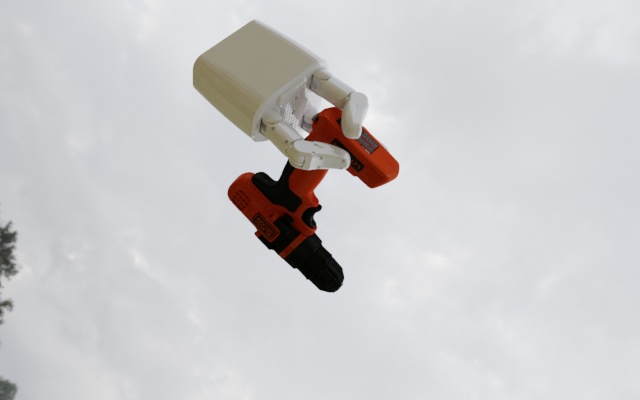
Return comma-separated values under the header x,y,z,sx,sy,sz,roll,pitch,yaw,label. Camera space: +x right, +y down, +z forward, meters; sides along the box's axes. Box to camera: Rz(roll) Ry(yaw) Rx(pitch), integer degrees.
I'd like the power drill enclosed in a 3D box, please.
x,y,z,sx,sy,sz,roll,pitch,yaw,label
0.000,0.001,0.548,0.188,0.184,0.057,-44,1,31,power drill
